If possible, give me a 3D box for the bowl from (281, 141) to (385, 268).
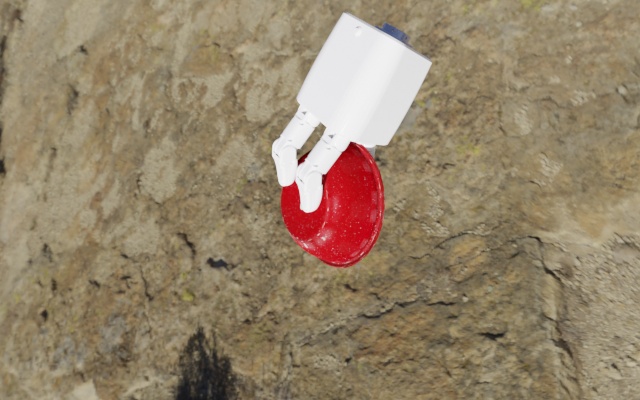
[{"bbox_3d":[-0.001,0.003,0.572,0.055,0.162,0.162,-1,0,-39],"label":"bowl"}]
